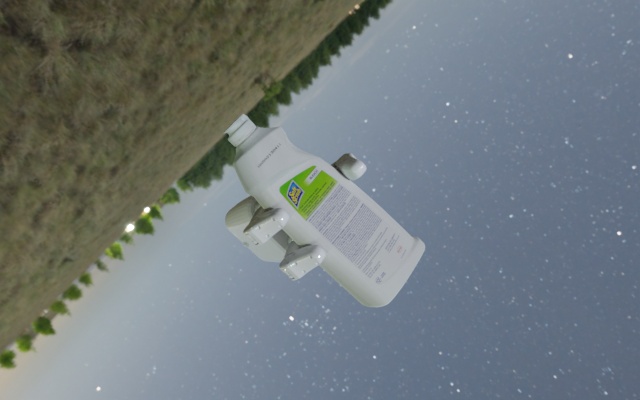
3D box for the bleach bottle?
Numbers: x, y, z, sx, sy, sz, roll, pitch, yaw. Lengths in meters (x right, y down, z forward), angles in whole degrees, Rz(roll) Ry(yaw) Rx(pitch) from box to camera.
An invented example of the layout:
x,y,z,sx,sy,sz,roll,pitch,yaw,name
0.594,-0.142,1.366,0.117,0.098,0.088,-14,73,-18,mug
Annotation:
x,y,z,sx,sy,sz,roll,pitch,yaw,name
0.000,0.002,0.523,0.251,0.102,0.068,46,-27,-14,bleach bottle
